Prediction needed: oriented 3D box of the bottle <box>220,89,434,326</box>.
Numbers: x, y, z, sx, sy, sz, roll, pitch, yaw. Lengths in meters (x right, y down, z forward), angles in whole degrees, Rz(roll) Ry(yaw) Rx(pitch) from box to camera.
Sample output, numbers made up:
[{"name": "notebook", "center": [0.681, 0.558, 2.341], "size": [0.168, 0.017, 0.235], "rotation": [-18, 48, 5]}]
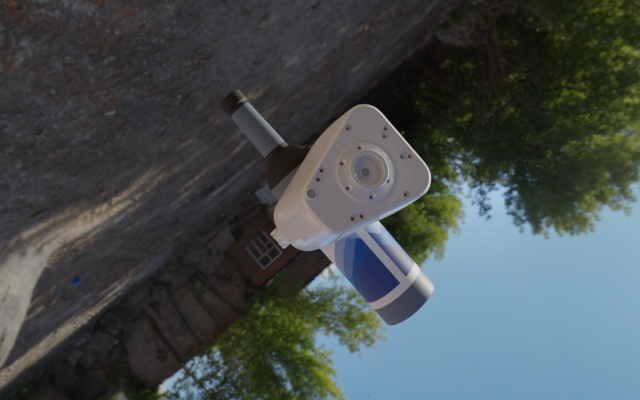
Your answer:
[{"name": "bottle", "center": [0.000, 0.002, 0.512], "size": [0.069, 0.296, 0.069], "rotation": [-41, 2, 2]}]
